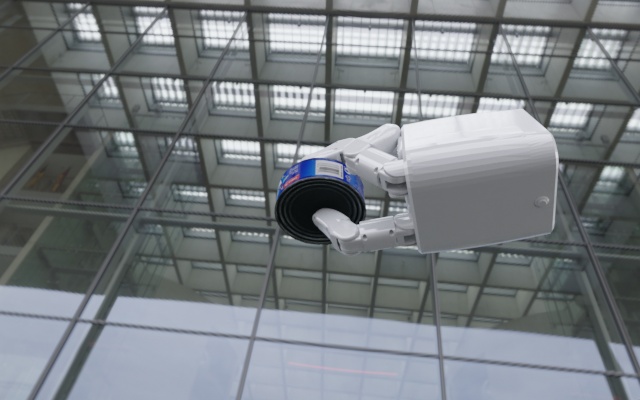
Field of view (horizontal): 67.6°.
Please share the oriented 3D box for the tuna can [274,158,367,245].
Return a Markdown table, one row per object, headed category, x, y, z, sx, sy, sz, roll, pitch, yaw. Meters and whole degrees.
| category | x | y | z | sx | sy | sz | roll | pitch | yaw |
| --- | --- | --- | --- | --- | --- | --- | --- | --- | --- |
| tuna can | 0.000 | 0.001 | 0.457 | 0.086 | 0.086 | 0.033 | 0 | 42 | 1 |
